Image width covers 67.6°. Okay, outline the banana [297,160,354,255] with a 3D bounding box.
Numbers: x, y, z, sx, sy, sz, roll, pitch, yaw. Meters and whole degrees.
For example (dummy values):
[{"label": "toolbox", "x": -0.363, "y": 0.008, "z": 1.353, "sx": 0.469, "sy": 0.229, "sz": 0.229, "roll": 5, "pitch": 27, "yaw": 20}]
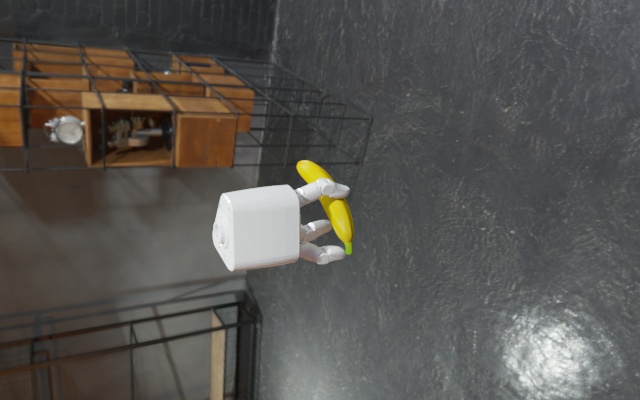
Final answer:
[{"label": "banana", "x": 0.008, "y": -0.006, "z": 0.800, "sx": 0.037, "sy": 0.197, "sz": 0.070, "roll": -10, "pitch": -31, "yaw": -31}]
